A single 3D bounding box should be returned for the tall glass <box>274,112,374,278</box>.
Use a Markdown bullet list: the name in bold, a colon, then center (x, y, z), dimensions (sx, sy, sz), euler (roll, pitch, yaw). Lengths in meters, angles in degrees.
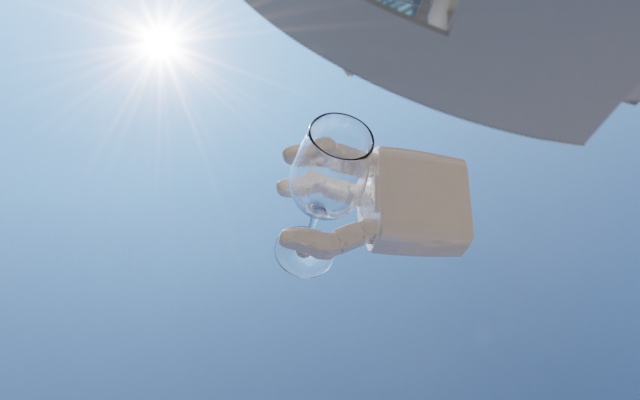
- **tall glass**: center (0.000, 0.002, 0.509), dimensions (0.079, 0.079, 0.201), euler (0, -38, -14)
